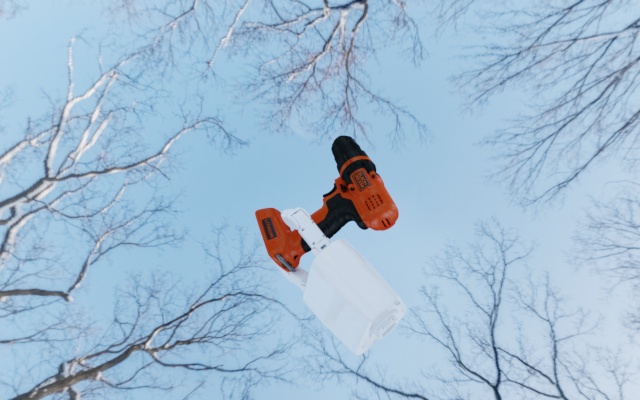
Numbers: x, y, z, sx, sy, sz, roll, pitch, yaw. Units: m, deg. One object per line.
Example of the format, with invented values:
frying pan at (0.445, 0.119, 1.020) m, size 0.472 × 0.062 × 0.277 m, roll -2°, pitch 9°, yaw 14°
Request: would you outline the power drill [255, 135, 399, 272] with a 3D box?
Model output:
power drill at (0.000, 0.003, 0.684) m, size 0.187 × 0.184 × 0.057 m, roll -32°, pitch -45°, yaw 8°
